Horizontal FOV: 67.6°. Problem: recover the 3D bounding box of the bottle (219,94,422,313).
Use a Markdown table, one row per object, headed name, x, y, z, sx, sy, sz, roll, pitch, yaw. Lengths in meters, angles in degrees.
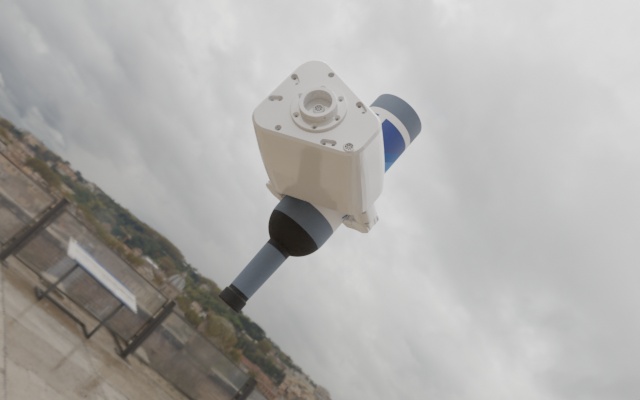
| name | x | y | z | sx | sy | sz | roll | pitch | yaw |
| --- | --- | --- | --- | --- | --- | --- | --- | --- | --- |
| bottle | 0.000 | 0.002 | 0.529 | 0.069 | 0.295 | 0.069 | 37 | -18 | 15 |
